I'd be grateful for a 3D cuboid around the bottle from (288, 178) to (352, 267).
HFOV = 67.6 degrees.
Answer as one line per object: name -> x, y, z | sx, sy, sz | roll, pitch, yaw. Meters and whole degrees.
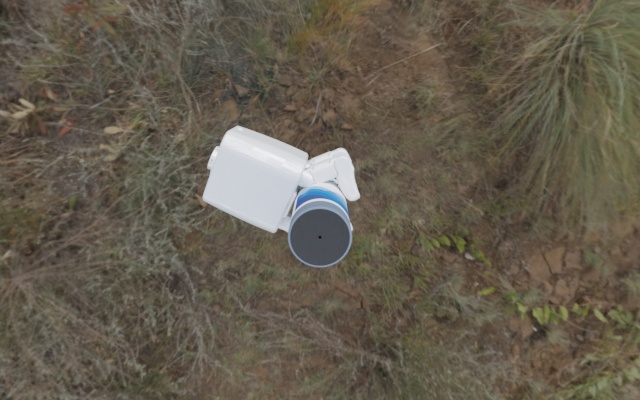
bottle -> 0.000, 0.002, 0.633 | 0.069, 0.069, 0.295 | 0, 14, 0
